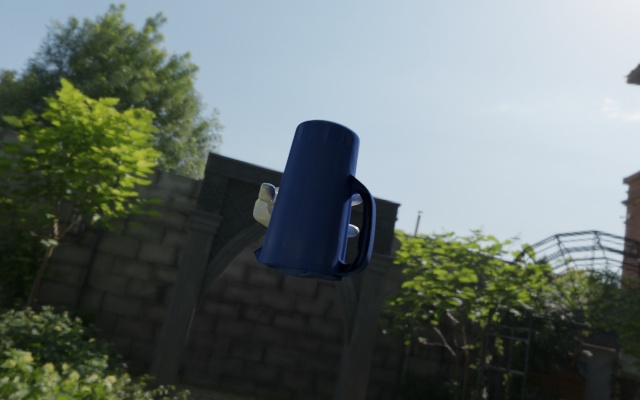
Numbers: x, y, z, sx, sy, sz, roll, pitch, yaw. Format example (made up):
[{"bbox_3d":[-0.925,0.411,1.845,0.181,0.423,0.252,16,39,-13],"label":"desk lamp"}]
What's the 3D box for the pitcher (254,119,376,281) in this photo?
[{"bbox_3d":[0.000,0.002,0.754,0.149,0.242,0.145,16,-13,-18],"label":"pitcher"}]
